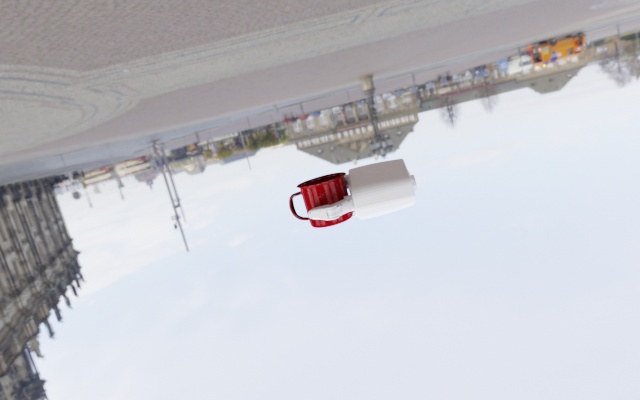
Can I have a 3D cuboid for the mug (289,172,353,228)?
[{"bbox_3d":[-0.001,0.003,0.871,0.117,0.081,0.093,-14,10,8],"label":"mug"}]
